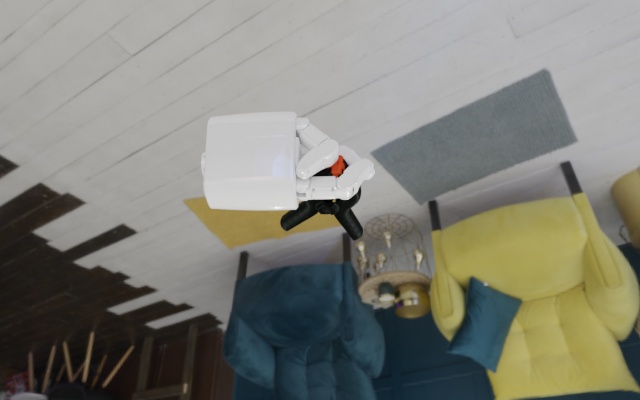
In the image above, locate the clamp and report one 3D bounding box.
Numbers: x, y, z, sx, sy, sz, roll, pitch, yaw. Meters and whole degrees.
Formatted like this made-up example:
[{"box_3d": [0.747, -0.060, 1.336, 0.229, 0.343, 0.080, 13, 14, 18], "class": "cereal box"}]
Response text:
[{"box_3d": [0.000, 0.003, 0.641, 0.120, 0.039, 0.172, -2, -37, 1], "class": "clamp"}]
